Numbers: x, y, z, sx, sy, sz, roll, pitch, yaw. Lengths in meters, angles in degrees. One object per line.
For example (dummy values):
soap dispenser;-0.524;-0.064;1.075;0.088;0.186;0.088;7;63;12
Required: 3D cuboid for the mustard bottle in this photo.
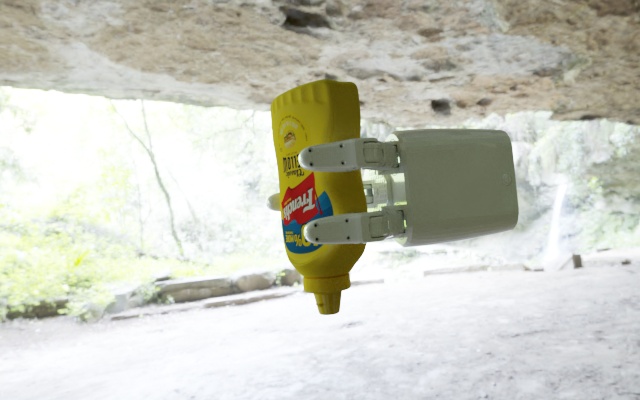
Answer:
mustard bottle;0.000;0.001;0.412;0.058;0.191;0.096;-4;-2;-37
